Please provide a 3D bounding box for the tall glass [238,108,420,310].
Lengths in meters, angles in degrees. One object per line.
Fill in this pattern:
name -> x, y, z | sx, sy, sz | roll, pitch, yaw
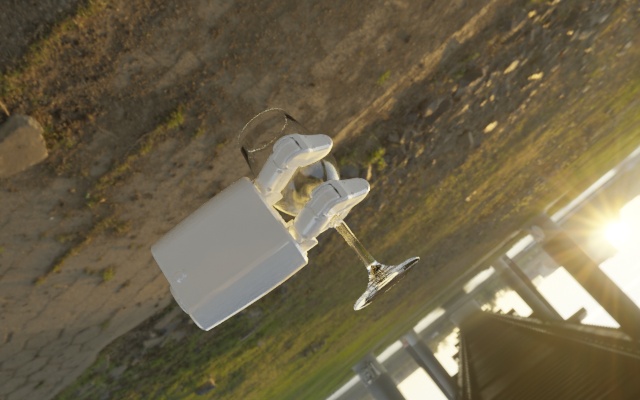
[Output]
tall glass -> 0.001, 0.002, 0.457 | 0.079, 0.201, 0.079 | -34, -20, -14
